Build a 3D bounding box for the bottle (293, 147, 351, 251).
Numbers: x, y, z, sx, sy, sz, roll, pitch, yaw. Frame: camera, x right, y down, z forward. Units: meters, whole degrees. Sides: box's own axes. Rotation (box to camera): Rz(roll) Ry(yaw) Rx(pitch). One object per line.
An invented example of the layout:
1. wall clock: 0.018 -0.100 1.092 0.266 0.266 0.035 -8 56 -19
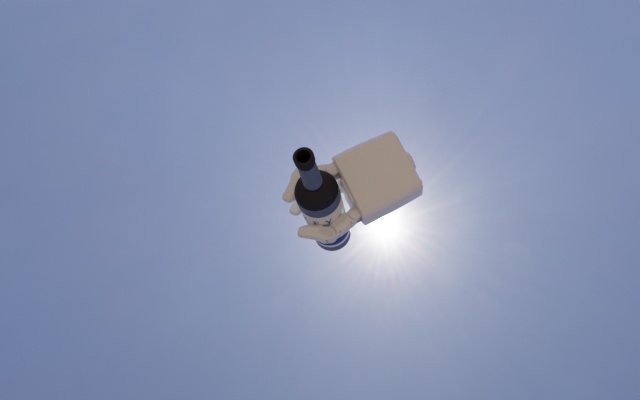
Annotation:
1. bottle: 0.000 0.003 0.730 0.069 0.069 0.296 0 -23 9
